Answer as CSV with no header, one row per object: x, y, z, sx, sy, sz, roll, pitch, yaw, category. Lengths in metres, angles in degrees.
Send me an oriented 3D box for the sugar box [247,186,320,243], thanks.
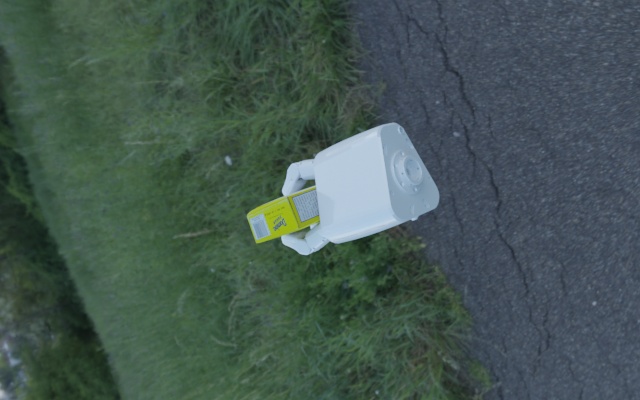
0.000,0.003,0.625,0.176,0.048,0.093,-18,-2,-42,sugar box
